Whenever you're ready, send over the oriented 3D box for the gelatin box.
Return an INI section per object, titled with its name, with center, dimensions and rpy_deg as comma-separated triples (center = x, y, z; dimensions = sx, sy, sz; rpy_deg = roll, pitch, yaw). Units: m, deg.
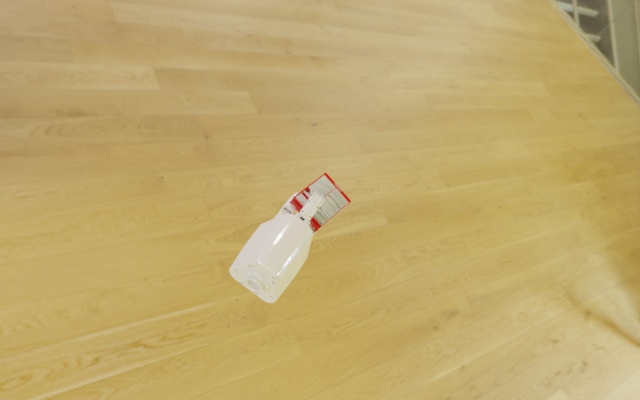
[gelatin box]
center = 0.001, 0.002, 0.869
dimensions = 0.089, 0.073, 0.030
rpy_deg = -39, -5, -30
